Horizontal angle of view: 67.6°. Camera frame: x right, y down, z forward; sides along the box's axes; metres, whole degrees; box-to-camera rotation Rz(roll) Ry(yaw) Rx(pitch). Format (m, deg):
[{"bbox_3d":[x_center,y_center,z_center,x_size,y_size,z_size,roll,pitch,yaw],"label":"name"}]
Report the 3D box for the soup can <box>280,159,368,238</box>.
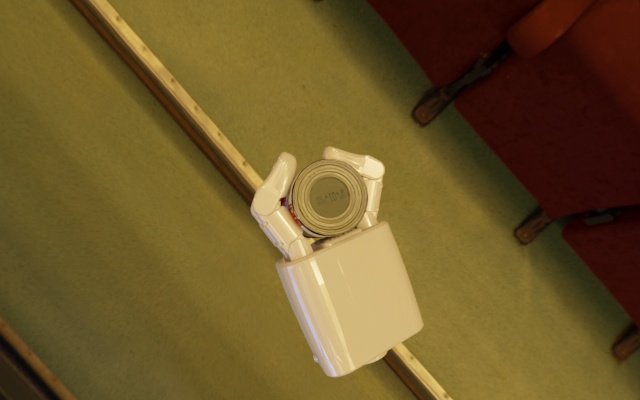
[{"bbox_3d":[0.000,0.001,0.448,0.068,0.068,0.102,0,-5,-9],"label":"soup can"}]
